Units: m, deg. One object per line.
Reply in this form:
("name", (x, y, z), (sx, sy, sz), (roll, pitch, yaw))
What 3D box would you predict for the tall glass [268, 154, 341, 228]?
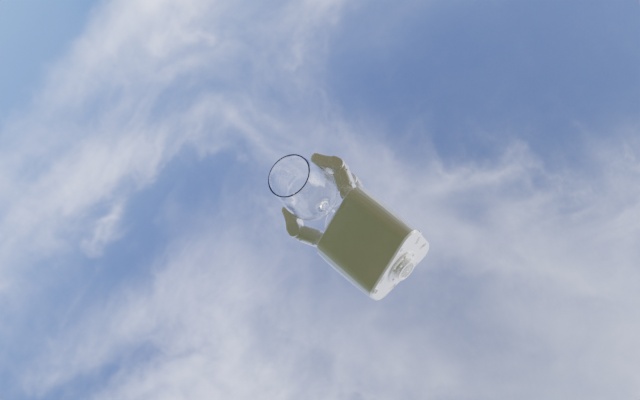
("tall glass", (0.000, 0.003, 0.701), (0.079, 0.079, 0.201), (0, -21, 27))
